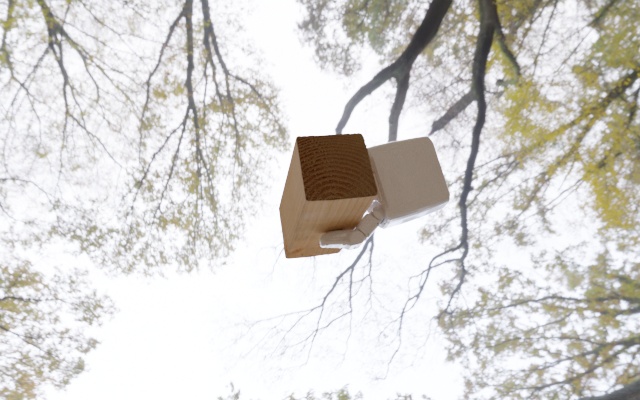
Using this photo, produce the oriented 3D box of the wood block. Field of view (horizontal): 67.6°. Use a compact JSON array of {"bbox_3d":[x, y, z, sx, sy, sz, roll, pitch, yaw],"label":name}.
[{"bbox_3d":[0.001,0.002,0.662,0.090,0.090,0.206,-5,-25,-14],"label":"wood block"}]
